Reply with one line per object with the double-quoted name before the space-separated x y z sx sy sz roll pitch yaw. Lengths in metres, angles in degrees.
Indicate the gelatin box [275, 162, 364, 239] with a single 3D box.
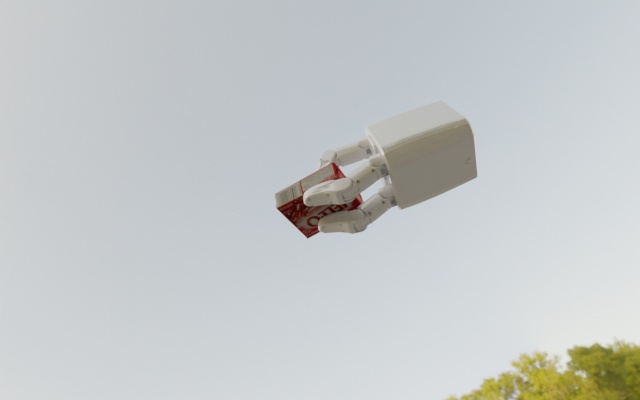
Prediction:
"gelatin box" 0.000 0.002 0.594 0.089 0.030 0.073 -27 -46 16
